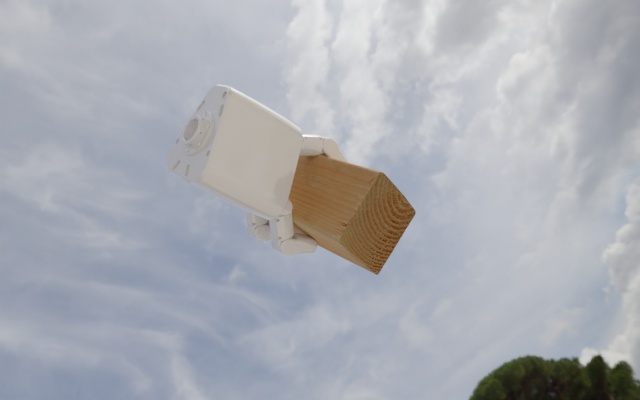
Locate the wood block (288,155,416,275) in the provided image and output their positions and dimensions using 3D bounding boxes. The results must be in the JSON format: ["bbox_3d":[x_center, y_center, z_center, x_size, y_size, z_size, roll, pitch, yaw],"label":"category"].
[{"bbox_3d":[0.000,0.001,0.594,0.206,0.091,0.090,22,-16,47],"label":"wood block"}]
